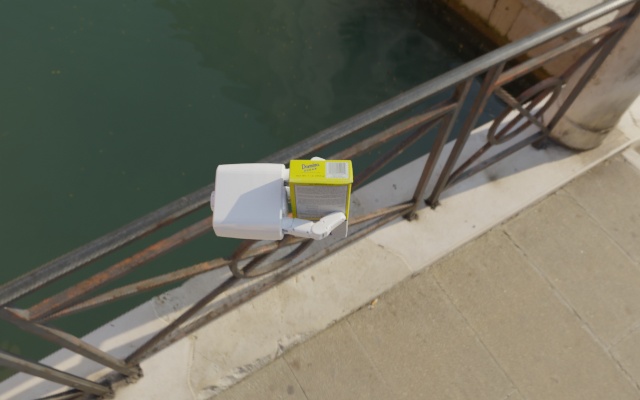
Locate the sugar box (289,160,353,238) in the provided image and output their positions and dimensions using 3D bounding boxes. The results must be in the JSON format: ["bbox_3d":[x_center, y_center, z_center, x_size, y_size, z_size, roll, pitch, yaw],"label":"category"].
[{"bbox_3d":[0.000,0.002,0.765,0.093,0.048,0.176,1,-29,0],"label":"sugar box"}]
